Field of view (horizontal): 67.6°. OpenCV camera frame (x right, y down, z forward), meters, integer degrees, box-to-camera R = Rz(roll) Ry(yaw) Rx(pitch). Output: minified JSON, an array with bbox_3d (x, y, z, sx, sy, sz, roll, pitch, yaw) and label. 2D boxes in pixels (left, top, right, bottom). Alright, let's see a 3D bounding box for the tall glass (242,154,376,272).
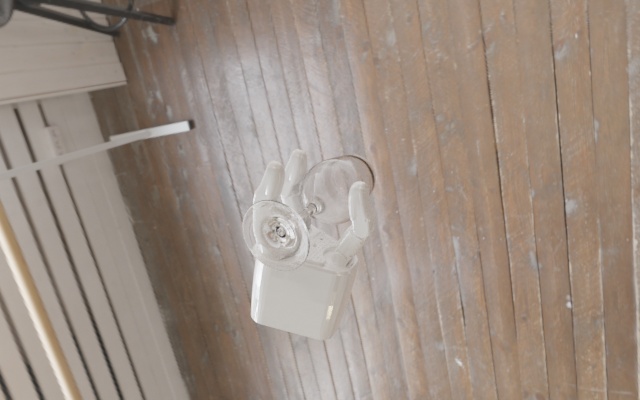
[{"bbox_3d":[0.000,0.002,0.536,0.079,0.079,0.201,0,20,28],"label":"tall glass"}]
